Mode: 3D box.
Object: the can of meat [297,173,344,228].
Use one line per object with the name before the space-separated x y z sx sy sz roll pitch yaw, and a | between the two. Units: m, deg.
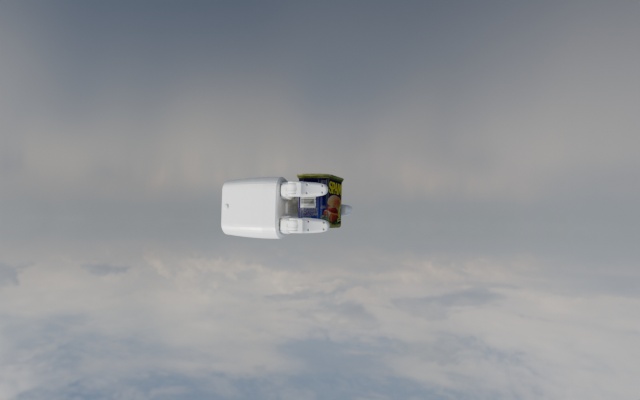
can of meat | 0.000 0.003 0.776 0.057 0.084 0.102 0 -3 19
